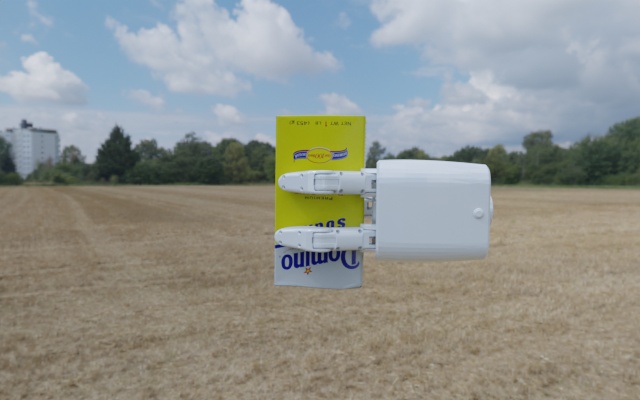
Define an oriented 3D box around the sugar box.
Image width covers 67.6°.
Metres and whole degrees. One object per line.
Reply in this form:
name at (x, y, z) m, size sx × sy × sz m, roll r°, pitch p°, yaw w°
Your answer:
sugar box at (0.000, 0.002, 0.498) m, size 0.093 × 0.176 × 0.048 m, roll 1°, pitch 2°, yaw 7°
